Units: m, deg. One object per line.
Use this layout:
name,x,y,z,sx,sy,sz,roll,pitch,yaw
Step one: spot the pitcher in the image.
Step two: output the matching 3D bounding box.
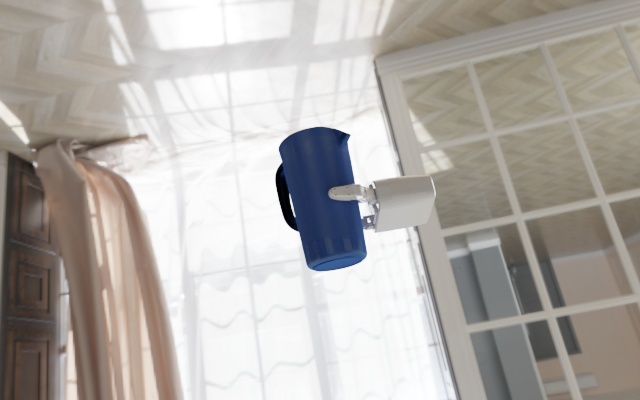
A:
pitcher,0.000,0.003,0.868,0.145,0.242,0.149,-8,-19,-8
